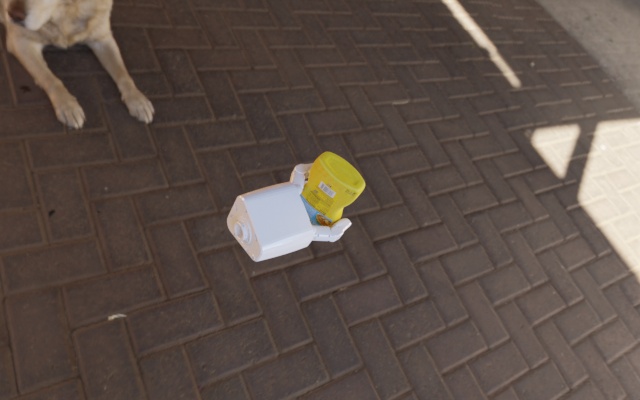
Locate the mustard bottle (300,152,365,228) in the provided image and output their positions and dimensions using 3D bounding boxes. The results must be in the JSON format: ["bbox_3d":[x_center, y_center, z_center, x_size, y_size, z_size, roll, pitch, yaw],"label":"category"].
[{"bbox_3d":[0.000,0.003,0.885,0.058,0.096,0.192,-46,-6,-44],"label":"mustard bottle"}]
